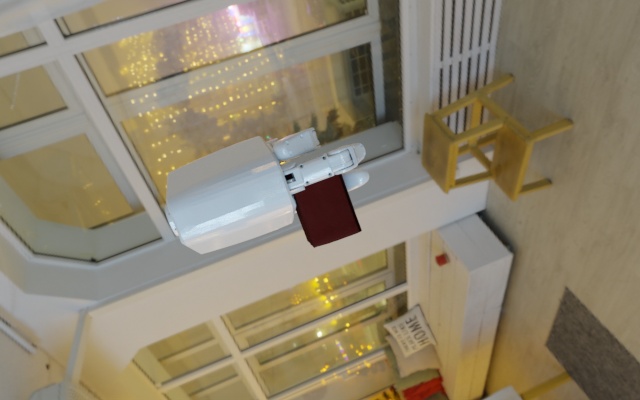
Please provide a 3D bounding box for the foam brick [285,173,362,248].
[{"bbox_3d":[0.000,0.002,0.486,0.051,0.078,0.053,-21,7,-9],"label":"foam brick"}]
